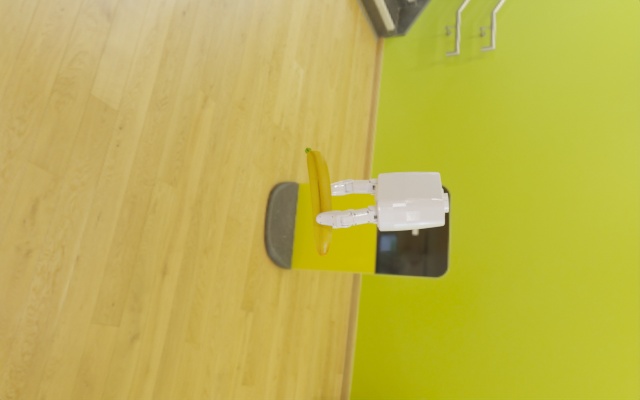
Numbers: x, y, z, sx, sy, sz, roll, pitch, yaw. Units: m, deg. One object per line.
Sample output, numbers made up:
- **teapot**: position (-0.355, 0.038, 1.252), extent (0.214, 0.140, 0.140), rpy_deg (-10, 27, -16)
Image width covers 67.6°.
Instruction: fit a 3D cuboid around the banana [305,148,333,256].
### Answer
- **banana**: position (0.001, -0.003, 0.826), extent (0.037, 0.197, 0.069), rpy_deg (-5, -7, -3)
